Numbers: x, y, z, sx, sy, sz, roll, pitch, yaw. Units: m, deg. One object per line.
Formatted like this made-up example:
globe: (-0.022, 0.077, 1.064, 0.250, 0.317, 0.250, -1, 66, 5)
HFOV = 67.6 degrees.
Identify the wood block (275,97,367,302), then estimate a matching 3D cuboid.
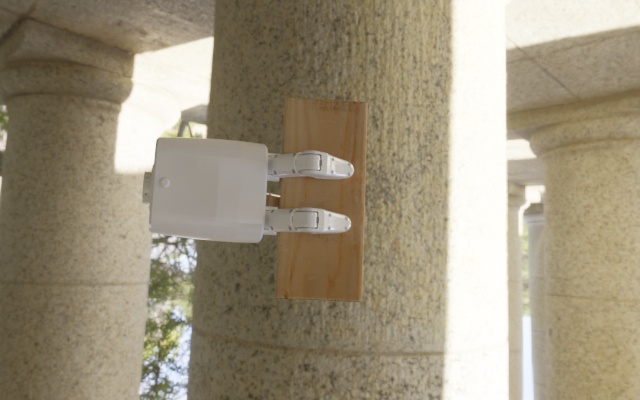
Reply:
wood block: (0.000, 0.002, 0.527, 0.090, 0.206, 0.091, 3, -7, -4)
